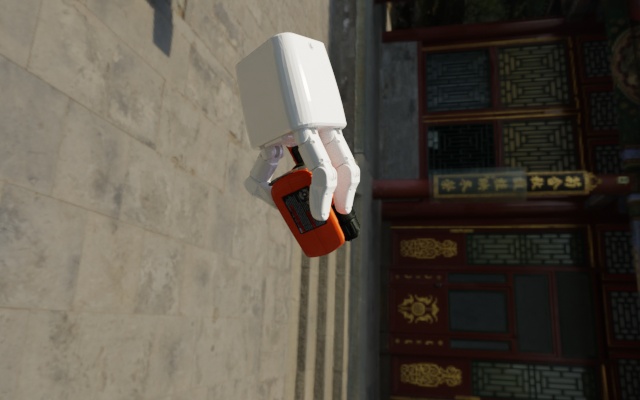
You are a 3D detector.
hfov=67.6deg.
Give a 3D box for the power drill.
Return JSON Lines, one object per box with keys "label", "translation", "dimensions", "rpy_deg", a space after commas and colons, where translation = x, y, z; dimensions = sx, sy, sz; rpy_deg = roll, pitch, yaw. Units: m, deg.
{"label": "power drill", "translation": [0.000, 0.002, 0.635], "dimensions": [0.057, 0.184, 0.187], "rpy_deg": [-27, 14, 12]}
